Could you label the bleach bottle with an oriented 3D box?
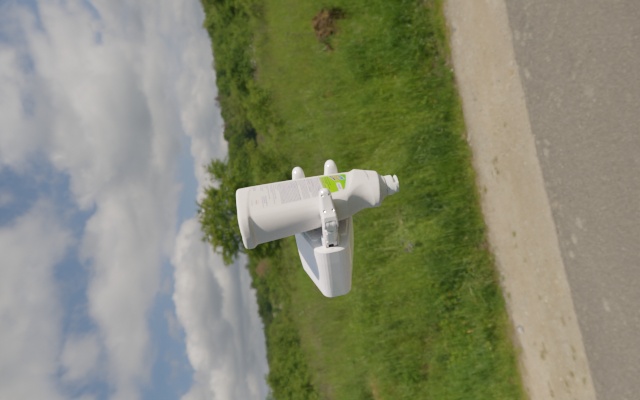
[{"bbox_3d":[0.000,0.002,0.740,0.251,0.068,0.102,-11,36,-5],"label":"bleach bottle"}]
